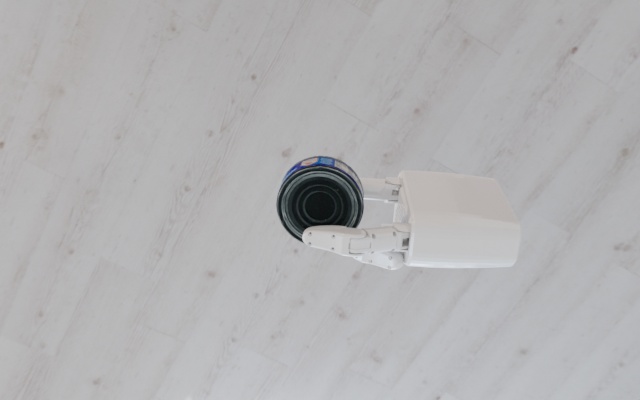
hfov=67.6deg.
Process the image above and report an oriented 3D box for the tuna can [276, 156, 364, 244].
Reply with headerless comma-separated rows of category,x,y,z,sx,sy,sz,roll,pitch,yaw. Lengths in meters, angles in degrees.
tuna can,0.000,0.002,0.469,0.086,0.086,0.033,0,20,4
